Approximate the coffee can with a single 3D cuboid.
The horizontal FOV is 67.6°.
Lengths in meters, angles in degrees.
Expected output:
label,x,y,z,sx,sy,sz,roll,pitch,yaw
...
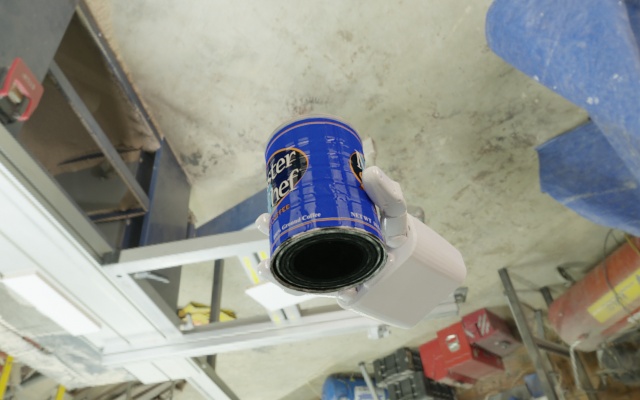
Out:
label,x,y,z,sx,sy,sz,roll,pitch,yaw
coffee can,0.000,0.001,0.453,0.103,0.140,0.103,-5,-39,-4
